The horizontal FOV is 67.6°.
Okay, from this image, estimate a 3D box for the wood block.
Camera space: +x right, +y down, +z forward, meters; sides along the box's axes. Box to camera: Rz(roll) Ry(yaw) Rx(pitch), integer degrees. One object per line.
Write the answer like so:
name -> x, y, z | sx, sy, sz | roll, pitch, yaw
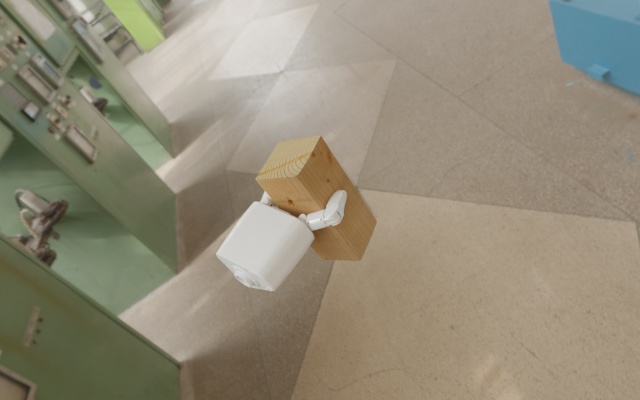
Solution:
wood block -> 0.000, 0.003, 0.787 | 0.091, 0.090, 0.206 | -3, -43, 38
